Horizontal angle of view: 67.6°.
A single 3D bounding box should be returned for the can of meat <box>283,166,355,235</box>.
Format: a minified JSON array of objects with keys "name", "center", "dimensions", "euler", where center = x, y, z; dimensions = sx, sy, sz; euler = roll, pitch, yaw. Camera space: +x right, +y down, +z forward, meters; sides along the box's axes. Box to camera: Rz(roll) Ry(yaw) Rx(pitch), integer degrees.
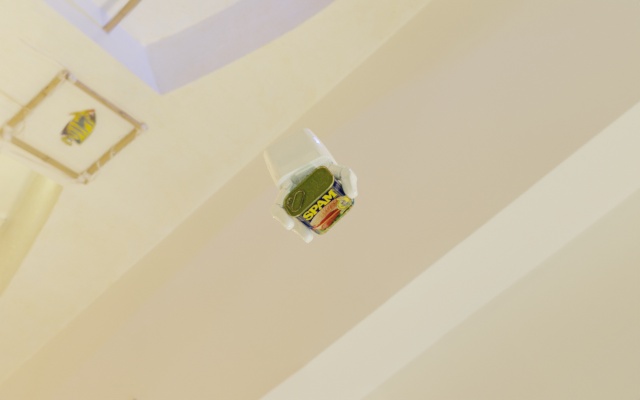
[{"name":"can of meat","center":[0.000,0.003,0.840],"dimensions":[0.084,0.102,0.057],"euler":[41,10,-45]}]
